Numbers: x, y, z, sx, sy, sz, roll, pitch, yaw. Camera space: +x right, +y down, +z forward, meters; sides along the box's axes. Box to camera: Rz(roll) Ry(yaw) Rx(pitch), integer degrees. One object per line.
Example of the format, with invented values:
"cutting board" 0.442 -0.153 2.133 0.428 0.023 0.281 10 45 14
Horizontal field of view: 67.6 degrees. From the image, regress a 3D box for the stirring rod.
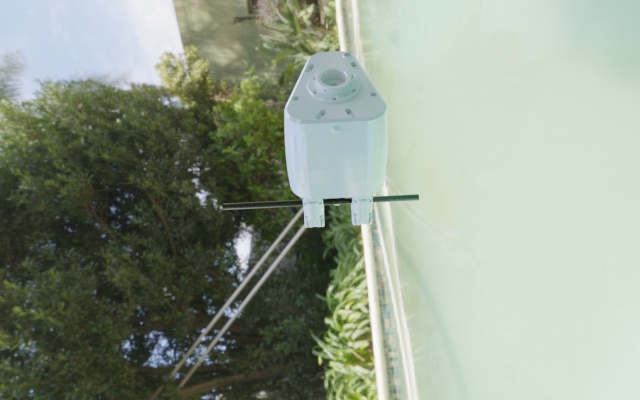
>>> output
"stirring rod" 0.000 0.002 0.587 0.239 0.011 0.011 -3 0 1
